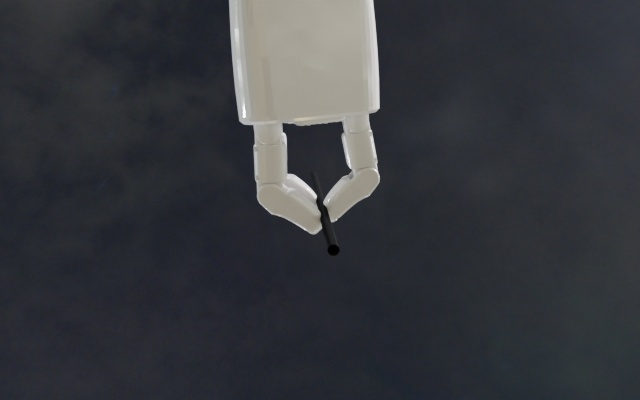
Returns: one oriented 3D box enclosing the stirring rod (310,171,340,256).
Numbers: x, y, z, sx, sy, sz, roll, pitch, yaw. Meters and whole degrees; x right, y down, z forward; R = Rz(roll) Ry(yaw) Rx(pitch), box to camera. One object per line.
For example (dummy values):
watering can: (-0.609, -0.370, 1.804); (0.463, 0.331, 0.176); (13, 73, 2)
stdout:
stirring rod: (0.000, 0.001, 0.427); (0.011, 0.011, 0.239); (0, 15, -4)
